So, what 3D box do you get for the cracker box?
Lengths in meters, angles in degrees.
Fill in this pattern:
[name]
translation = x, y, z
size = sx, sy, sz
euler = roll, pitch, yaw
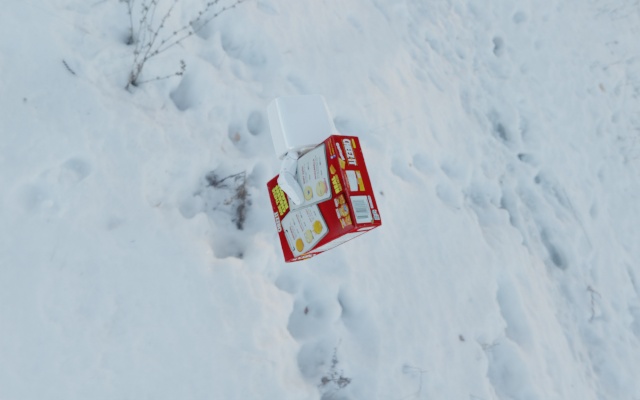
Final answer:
[cracker box]
translation = 0.000, 0.003, 0.853
size = 0.072, 0.164, 0.214
euler = -2, -19, -39
